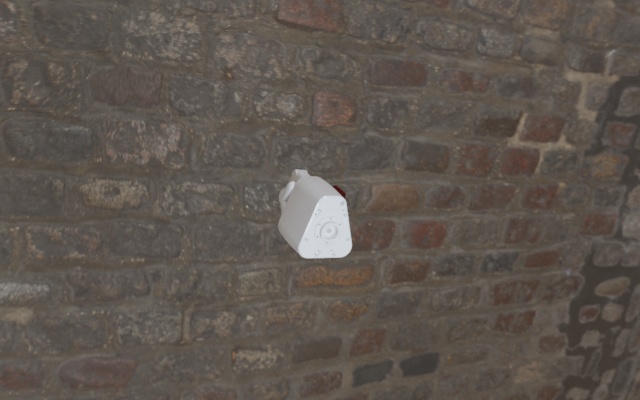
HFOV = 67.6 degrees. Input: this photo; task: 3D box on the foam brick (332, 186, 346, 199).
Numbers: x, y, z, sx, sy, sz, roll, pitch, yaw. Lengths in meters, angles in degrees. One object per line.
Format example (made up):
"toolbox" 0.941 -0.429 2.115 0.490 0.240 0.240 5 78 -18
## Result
"foam brick" 0.000 0.003 0.877 0.078 0.053 0.051 1 17 -22
